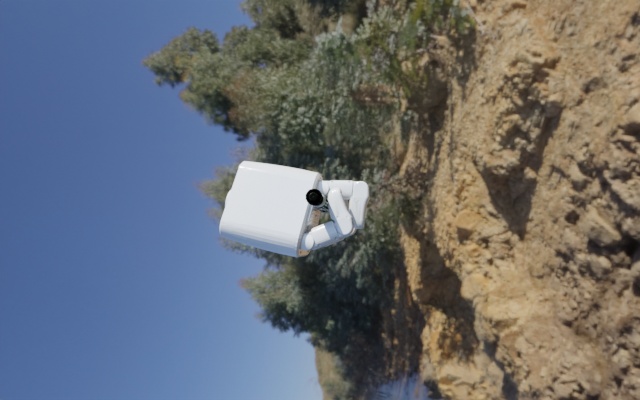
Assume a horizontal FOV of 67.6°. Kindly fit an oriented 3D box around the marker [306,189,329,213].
[{"bbox_3d":[0.000,0.002,0.581,0.020,0.020,0.121,0,-6,8],"label":"marker"}]
